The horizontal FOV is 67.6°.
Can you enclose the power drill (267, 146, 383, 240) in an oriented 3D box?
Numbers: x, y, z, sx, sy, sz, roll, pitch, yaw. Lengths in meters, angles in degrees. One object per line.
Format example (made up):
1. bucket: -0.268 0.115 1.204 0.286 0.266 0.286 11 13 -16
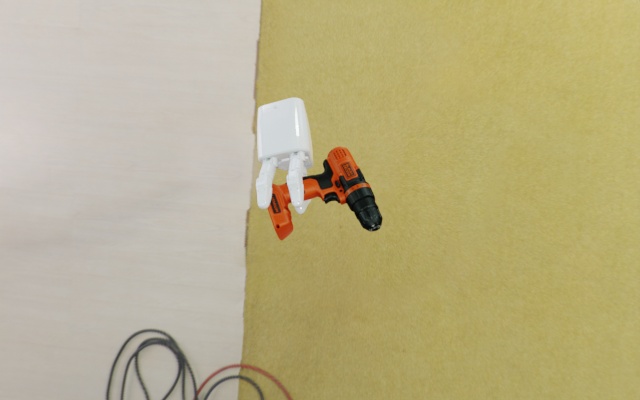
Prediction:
1. power drill: 0.000 0.003 0.859 0.187 0.184 0.057 -21 -33 -6
